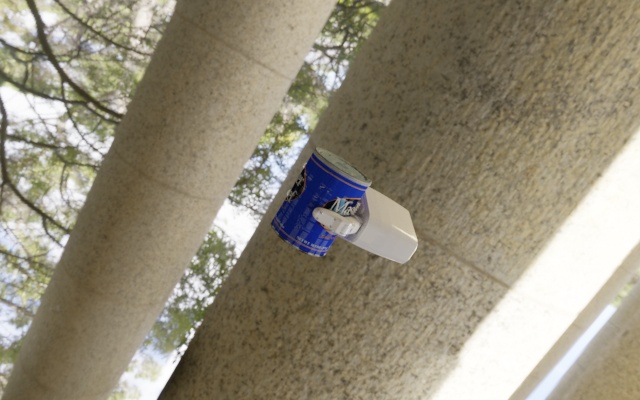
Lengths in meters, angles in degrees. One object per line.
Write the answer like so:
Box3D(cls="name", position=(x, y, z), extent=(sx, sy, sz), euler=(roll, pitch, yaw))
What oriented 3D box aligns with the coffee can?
Box3D(cls="coffee can", position=(0.000, 0.002, 0.750), extent=(0.103, 0.140, 0.102), euler=(30, 14, -8))
